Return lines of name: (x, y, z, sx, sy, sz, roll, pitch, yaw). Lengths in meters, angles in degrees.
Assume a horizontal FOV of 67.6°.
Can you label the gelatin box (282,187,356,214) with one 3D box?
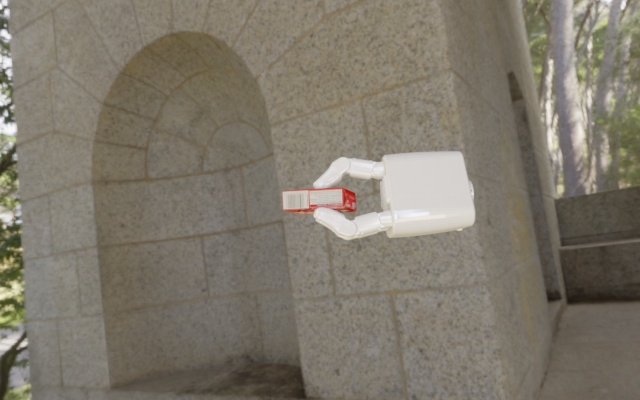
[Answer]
gelatin box: (0.000, 0.002, 0.665, 0.089, 0.030, 0.073, -3, -6, 15)
